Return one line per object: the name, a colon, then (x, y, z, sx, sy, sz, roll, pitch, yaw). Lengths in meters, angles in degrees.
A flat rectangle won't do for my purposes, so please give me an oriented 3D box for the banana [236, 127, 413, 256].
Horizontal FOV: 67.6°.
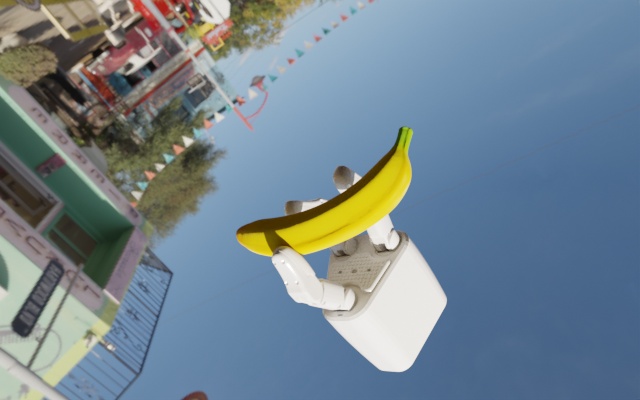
banana: (0.004, 0.012, 0.421, 0.198, 0.069, 0.037, -29, -55, 19)
